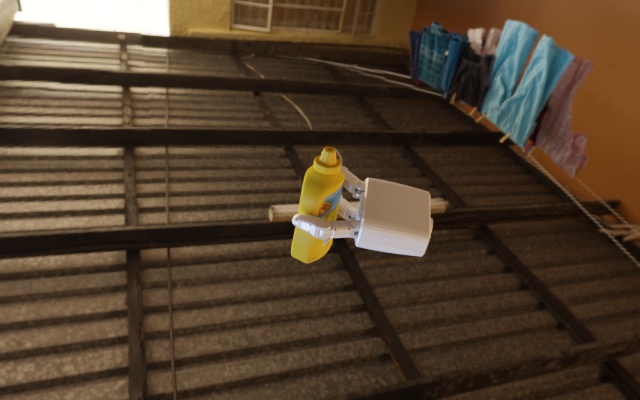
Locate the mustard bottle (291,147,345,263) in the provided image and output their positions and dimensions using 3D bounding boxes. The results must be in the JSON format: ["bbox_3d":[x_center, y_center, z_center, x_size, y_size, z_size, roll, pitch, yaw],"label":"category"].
[{"bbox_3d":[0.000,0.003,0.764,0.058,0.192,0.096,25,36,20],"label":"mustard bottle"}]
